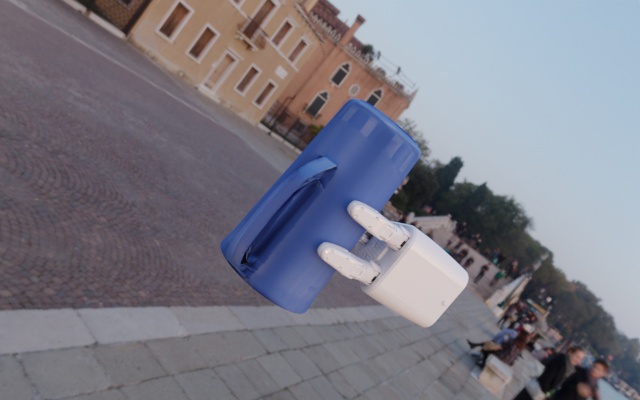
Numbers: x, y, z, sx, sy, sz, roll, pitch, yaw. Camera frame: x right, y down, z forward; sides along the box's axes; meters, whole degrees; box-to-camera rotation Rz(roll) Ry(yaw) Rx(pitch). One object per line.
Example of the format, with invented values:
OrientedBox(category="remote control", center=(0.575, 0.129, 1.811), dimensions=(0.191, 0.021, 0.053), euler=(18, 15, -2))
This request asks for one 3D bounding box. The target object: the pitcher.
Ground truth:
OrientedBox(category="pitcher", center=(0.000, 0.002, 0.560), dimensions=(0.145, 0.243, 0.149), euler=(37, 6, -20))
